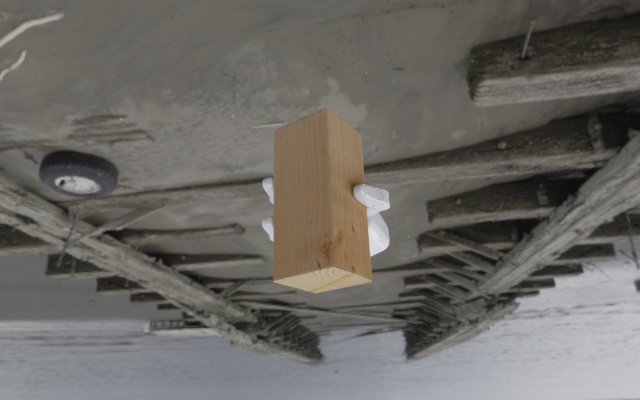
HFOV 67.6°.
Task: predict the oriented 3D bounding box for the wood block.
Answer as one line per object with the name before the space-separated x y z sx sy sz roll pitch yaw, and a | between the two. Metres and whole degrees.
wood block | 0.001 0.002 0.609 0.091 0.206 0.090 -18 -28 31
